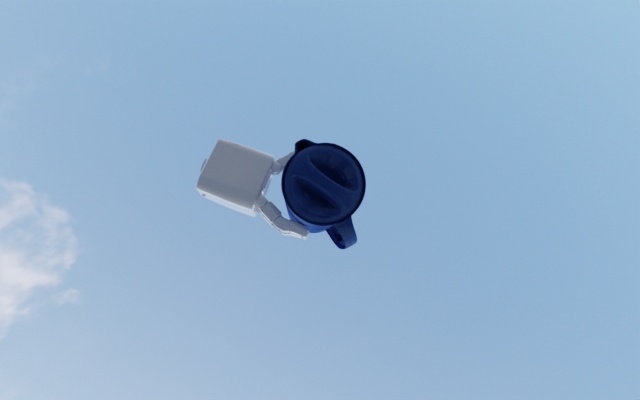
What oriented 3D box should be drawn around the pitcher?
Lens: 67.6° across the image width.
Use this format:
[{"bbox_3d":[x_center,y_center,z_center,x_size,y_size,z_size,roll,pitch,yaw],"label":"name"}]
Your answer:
[{"bbox_3d":[0.000,0.003,0.852,0.145,0.149,0.243,17,-11,-1],"label":"pitcher"}]
